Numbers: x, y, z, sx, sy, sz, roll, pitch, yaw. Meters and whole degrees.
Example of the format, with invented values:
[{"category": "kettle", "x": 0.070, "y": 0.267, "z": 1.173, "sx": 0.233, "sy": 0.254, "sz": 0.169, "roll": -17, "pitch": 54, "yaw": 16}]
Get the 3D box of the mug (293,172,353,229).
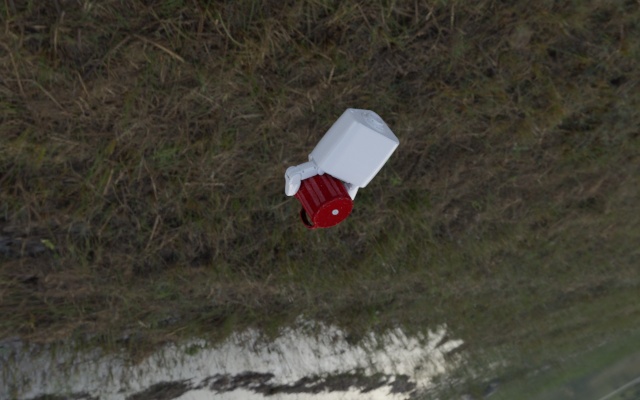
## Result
[{"category": "mug", "x": -0.001, "y": 0.004, "z": 0.864, "sx": 0.093, "sy": 0.081, "sz": 0.117, "roll": 8, "pitch": -50, "yaw": -43}]
